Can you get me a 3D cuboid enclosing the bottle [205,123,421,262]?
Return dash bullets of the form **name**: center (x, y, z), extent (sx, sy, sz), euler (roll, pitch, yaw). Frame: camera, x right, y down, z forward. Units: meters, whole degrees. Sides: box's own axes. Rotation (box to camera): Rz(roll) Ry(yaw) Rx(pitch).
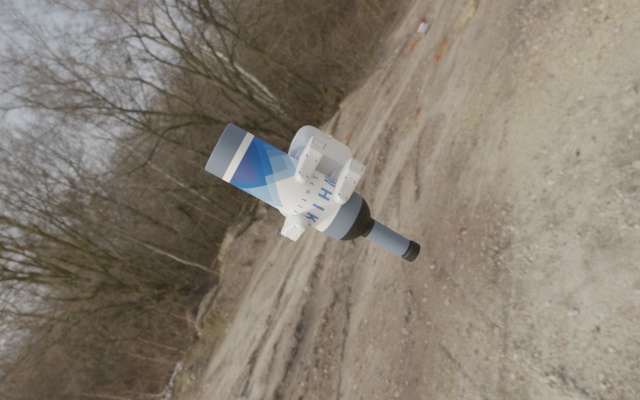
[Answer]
- **bottle**: center (0.000, 0.002, 0.616), extent (0.296, 0.069, 0.069), euler (29, -6, -10)
